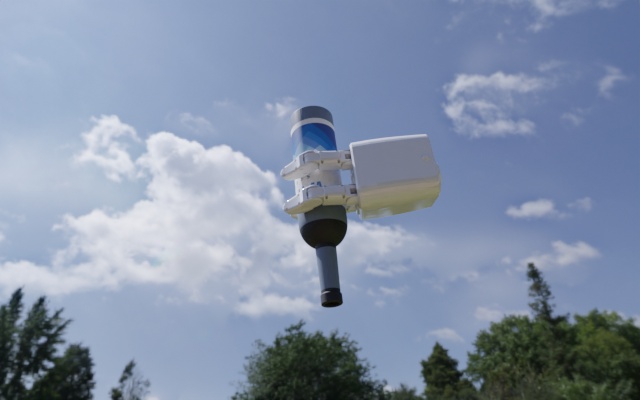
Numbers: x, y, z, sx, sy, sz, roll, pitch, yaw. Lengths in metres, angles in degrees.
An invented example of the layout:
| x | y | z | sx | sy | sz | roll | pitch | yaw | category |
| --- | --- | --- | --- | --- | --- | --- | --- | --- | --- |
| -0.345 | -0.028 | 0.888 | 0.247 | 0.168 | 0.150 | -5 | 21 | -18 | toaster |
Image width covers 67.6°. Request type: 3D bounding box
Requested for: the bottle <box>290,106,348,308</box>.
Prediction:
| x | y | z | sx | sy | sz | roll | pitch | yaw | category |
| --- | --- | --- | --- | --- | --- | --- | --- | --- | --- |
| 0.000 | 0.002 | 0.665 | 0.069 | 0.295 | 0.069 | -5 | -30 | -3 | bottle |
